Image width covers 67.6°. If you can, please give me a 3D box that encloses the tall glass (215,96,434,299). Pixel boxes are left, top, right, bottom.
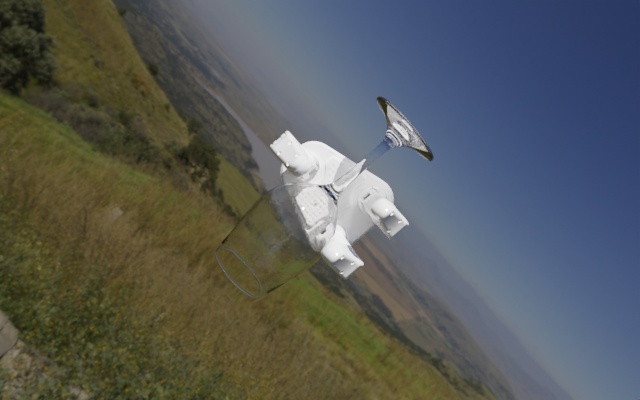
[{"bbox_3d":[0.001,0.001,0.429,0.201,0.079,0.079,-41,-4,4],"label":"tall glass"}]
